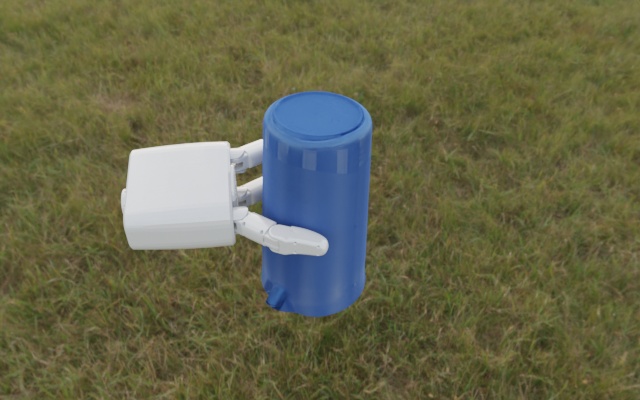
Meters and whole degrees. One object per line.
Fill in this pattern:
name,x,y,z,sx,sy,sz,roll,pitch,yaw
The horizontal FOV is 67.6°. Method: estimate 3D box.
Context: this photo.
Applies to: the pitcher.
pitcher,0.000,0.002,0.547,0.145,0.243,0.149,-3,40,-7
